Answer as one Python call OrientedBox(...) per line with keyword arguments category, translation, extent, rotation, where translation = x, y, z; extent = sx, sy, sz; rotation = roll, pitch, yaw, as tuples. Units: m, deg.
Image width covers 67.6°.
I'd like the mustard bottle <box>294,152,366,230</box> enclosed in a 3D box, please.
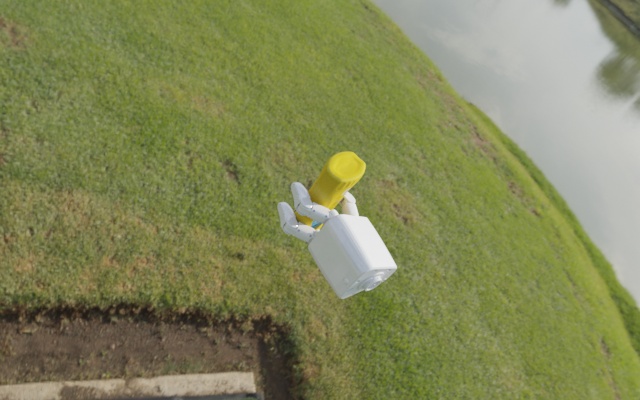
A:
OrientedBox(category="mustard bottle", translation=(0.000, 0.002, 0.833), extent=(0.096, 0.058, 0.192), rotation=(-39, -11, -51))
